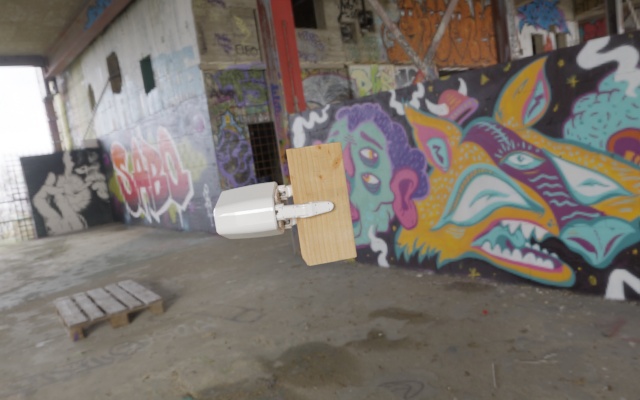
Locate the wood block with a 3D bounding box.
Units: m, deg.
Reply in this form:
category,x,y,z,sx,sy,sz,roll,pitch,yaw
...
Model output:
category,x,y,z,sx,sy,sz,roll,pitch,yaw
wood block,0.000,0.003,0.866,0.090,0.206,0.091,-9,6,-9
